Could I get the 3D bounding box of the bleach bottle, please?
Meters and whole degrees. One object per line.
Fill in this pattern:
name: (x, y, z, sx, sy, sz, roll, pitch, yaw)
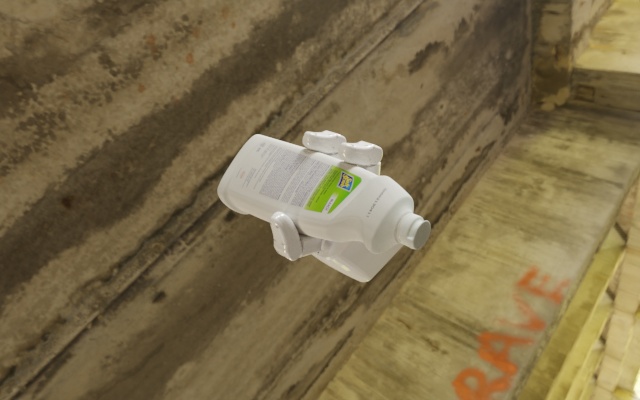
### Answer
bleach bottle: (0.000, 0.002, 0.521, 0.250, 0.102, 0.068, 23, -12, 38)
